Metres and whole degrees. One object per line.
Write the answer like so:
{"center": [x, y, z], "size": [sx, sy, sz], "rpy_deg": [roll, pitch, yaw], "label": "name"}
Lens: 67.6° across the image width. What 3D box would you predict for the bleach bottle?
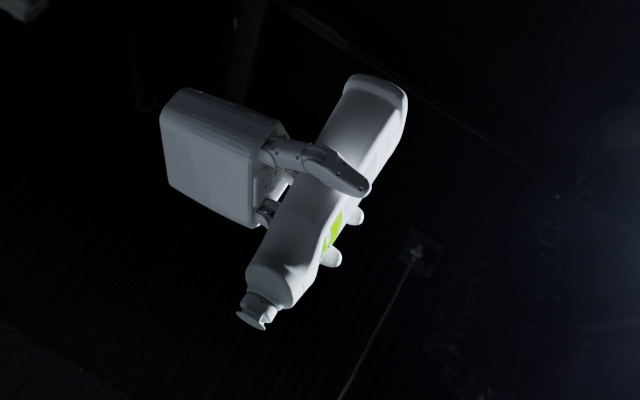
{"center": [0.000, 0.002, 0.448], "size": [0.068, 0.250, 0.103], "rpy_deg": [24, -27, 15], "label": "bleach bottle"}
